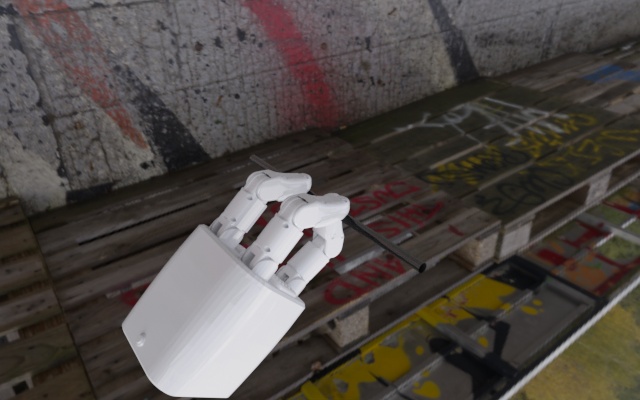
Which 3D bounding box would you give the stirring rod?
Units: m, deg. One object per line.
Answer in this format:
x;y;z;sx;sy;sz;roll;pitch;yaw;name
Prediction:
0.000;0.001;0.420;0.011;0.011;0.239;0;23;-40;stirring rod
